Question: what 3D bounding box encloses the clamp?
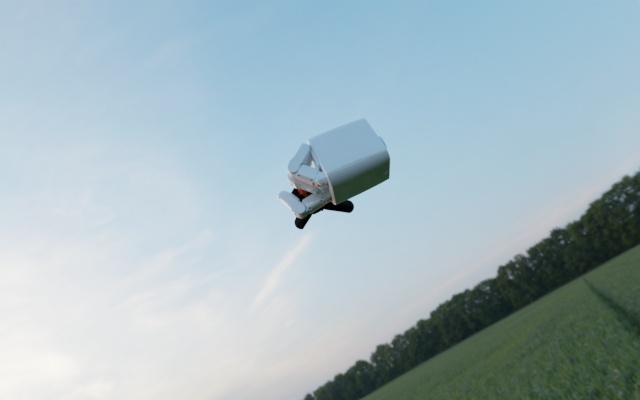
[{"bbox_3d":[0.000,0.002,0.869,0.120,0.039,0.171,-21,-21,-3],"label":"clamp"}]
